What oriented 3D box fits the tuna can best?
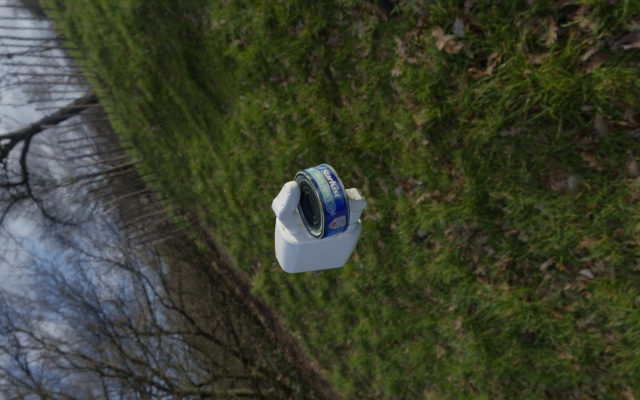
[{"bbox_3d":[0.000,0.002,0.567,0.034,0.086,0.086,-17,6,-21],"label":"tuna can"}]
